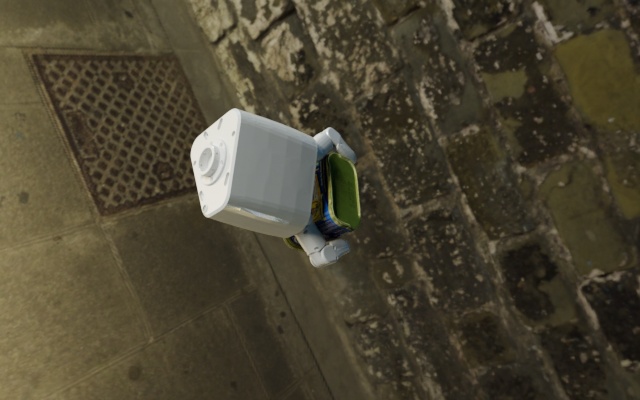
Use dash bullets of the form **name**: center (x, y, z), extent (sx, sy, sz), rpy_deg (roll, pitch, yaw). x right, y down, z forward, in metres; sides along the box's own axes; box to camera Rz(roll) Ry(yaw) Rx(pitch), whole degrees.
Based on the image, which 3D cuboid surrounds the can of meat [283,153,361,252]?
- **can of meat**: center (0.000, 0.002, 0.582), extent (0.057, 0.102, 0.084), rpy_deg (21, -36, -40)
